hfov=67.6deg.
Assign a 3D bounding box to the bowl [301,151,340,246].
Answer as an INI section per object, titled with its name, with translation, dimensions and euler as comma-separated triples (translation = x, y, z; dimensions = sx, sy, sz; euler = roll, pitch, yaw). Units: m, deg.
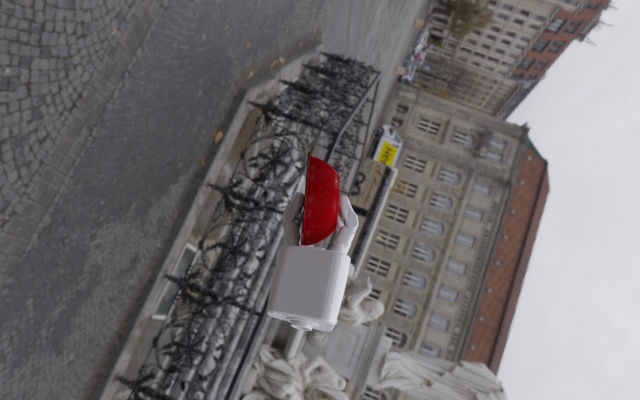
[bowl]
translation = 0.001, 0.001, 0.779
dimensions = 0.055, 0.162, 0.162
euler = 4, 0, -2
